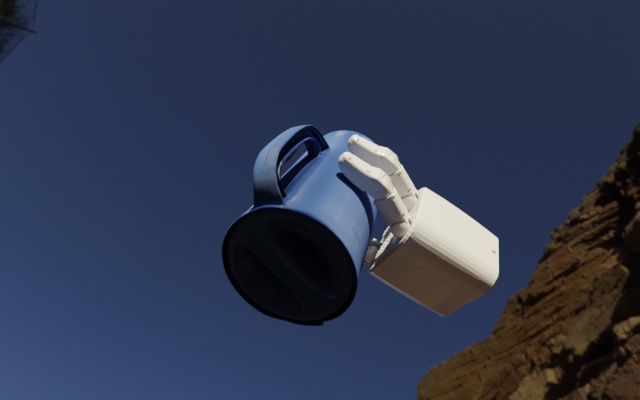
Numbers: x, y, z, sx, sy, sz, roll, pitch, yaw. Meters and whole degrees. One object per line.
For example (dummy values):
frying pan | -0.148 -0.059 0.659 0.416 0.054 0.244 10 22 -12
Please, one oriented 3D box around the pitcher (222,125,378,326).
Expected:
pitcher | 0.000 0.002 0.529 0.145 0.149 0.242 33 34 -1
